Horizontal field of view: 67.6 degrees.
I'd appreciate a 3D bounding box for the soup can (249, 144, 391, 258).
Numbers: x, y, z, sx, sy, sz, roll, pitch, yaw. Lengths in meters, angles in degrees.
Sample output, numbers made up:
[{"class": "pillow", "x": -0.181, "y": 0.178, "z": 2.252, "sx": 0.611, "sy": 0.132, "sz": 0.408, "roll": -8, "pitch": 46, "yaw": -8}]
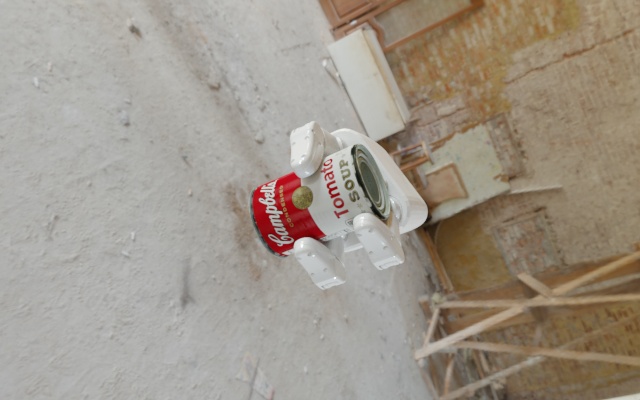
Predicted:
[{"class": "soup can", "x": 0.000, "y": 0.001, "z": 0.406, "sx": 0.102, "sy": 0.068, "sz": 0.068, "roll": -22, "pitch": -8, "yaw": 21}]
